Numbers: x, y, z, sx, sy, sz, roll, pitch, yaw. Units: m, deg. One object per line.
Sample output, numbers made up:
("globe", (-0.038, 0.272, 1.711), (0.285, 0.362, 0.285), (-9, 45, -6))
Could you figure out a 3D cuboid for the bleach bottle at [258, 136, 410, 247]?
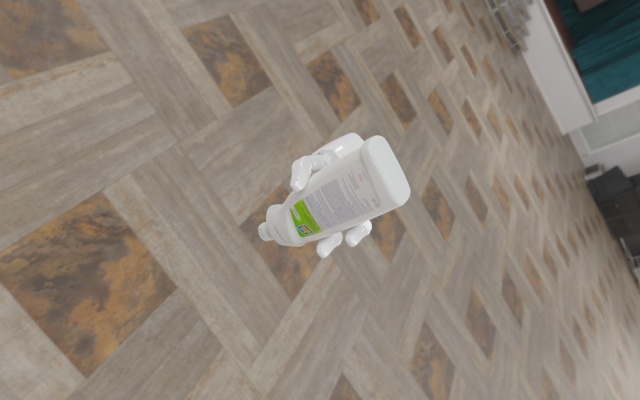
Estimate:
("bleach bottle", (0.000, 0.002, 0.702), (0.251, 0.102, 0.068), (-24, 8, 34))
